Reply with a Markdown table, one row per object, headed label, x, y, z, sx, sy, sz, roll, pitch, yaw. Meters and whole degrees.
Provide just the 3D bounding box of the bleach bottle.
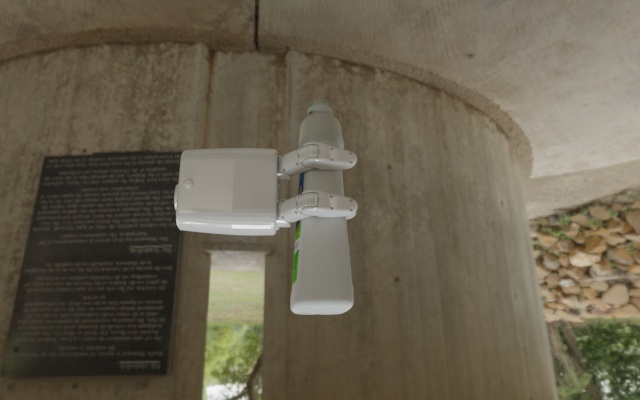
| label | x | y | z | sx | sy | sz | roll | pitch | yaw |
| --- | --- | --- | --- | --- | --- | --- | --- | --- | --- |
| bleach bottle | 0.000 | 0.002 | 0.564 | 0.068 | 0.250 | 0.103 | 1 | -20 | -6 |
